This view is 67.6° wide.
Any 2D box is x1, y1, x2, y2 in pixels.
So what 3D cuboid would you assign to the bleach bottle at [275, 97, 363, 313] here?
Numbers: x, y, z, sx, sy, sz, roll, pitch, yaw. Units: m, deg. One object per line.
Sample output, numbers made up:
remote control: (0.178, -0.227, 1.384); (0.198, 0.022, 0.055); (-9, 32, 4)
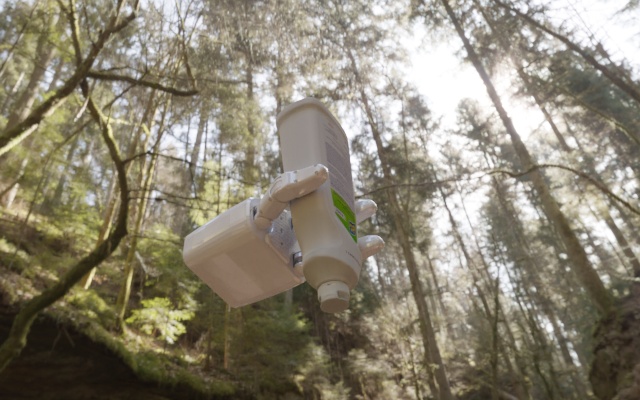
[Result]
bleach bottle: (0.000, 0.002, 0.531); (0.068, 0.250, 0.103); (-27, -45, 23)
